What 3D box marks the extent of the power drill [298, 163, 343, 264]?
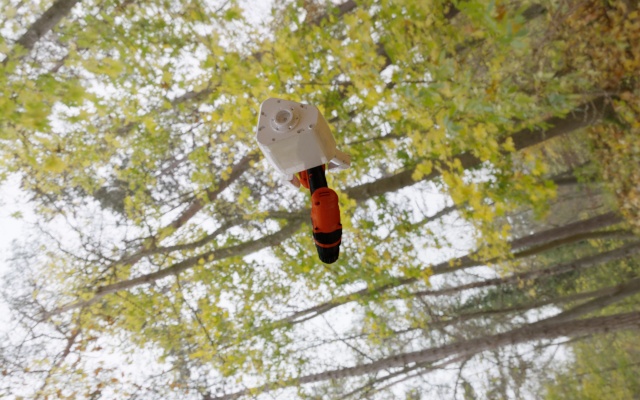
[{"bbox_3d":[0.000,0.002,0.887,0.057,0.187,0.185,-10,-42,-7],"label":"power drill"}]
